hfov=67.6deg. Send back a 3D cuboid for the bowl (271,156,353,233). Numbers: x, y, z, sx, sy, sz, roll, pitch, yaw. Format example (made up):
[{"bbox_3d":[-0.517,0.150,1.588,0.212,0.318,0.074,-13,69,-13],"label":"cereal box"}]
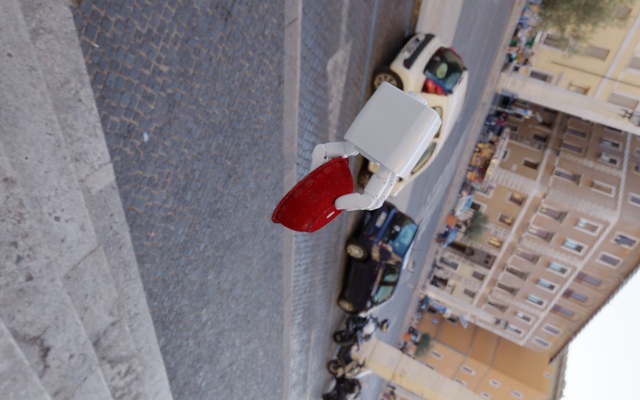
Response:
[{"bbox_3d":[0.000,0.004,0.774,0.162,0.055,0.162,-38,-13,-10],"label":"bowl"}]
